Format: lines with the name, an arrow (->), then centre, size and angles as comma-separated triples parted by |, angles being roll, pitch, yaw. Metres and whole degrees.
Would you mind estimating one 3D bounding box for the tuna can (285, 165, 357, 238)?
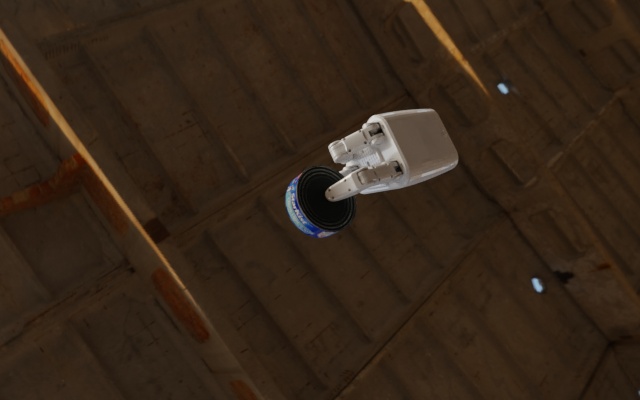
tuna can -> 0.000, 0.002, 0.588 | 0.086, 0.086, 0.034 | 0, -20, -34
